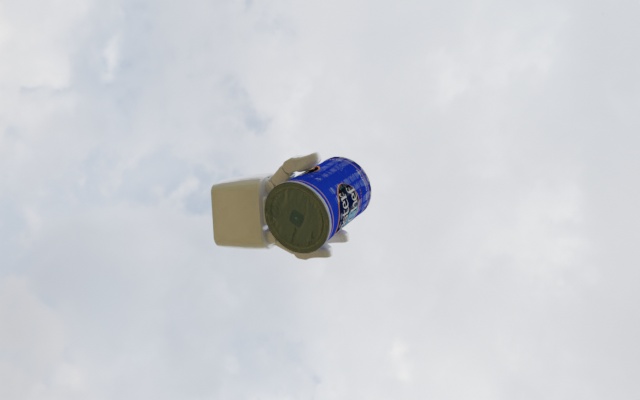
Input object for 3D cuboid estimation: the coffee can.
[{"bbox_3d":[0.000,0.002,0.695,0.103,0.103,0.140,0,19,31],"label":"coffee can"}]
